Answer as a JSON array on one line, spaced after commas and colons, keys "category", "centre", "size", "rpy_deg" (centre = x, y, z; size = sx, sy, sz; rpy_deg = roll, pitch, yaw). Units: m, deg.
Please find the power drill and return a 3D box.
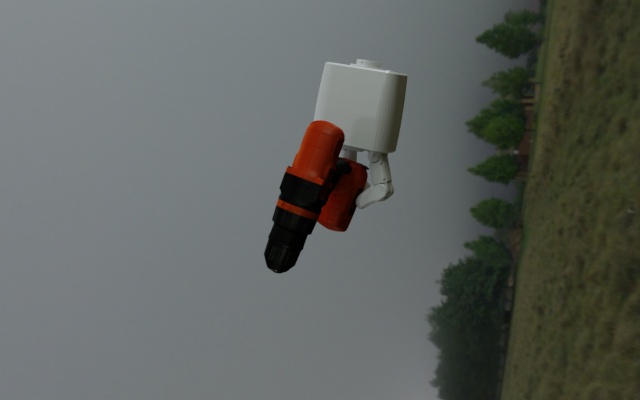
[{"category": "power drill", "centre": [0.000, 0.002, 0.618], "size": [0.057, 0.184, 0.187], "rpy_deg": [23, 3, 16]}]
